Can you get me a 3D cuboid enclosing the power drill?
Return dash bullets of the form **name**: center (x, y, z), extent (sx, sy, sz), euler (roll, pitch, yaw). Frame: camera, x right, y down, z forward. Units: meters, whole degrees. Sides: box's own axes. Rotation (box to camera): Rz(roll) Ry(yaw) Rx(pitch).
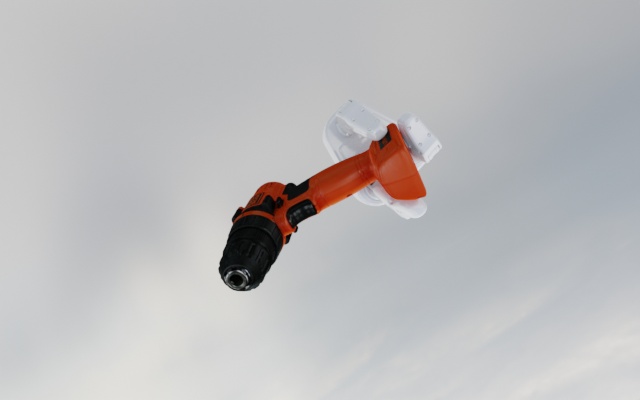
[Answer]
- **power drill**: center (0.001, 0.001, 0.447), extent (0.187, 0.057, 0.184), euler (-23, 20, 14)
